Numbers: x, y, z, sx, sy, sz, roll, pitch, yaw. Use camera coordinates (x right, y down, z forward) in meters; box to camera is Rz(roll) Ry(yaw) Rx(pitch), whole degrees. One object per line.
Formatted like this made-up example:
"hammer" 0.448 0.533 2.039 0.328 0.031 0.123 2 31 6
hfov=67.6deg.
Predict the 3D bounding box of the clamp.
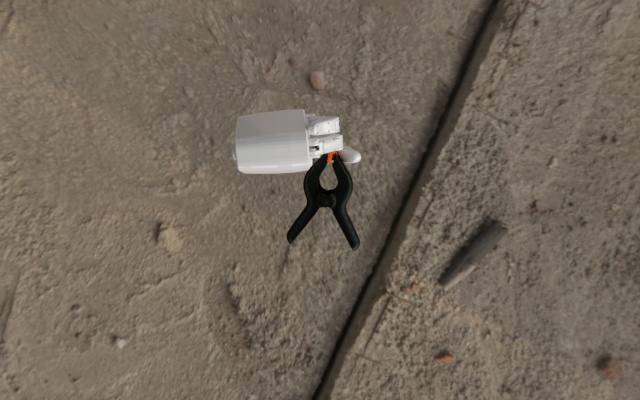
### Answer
"clamp" 0.000 0.003 0.766 0.120 0.171 0.039 -4 14 0
